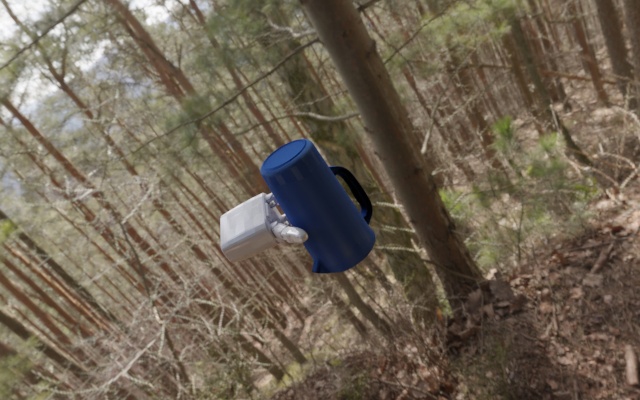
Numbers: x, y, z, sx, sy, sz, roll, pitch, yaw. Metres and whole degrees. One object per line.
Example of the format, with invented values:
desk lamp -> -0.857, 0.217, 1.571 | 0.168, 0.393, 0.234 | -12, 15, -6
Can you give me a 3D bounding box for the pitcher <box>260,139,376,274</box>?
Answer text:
pitcher -> 0.000, 0.003, 0.898 | 0.145, 0.243, 0.149 | -25, 27, 15
